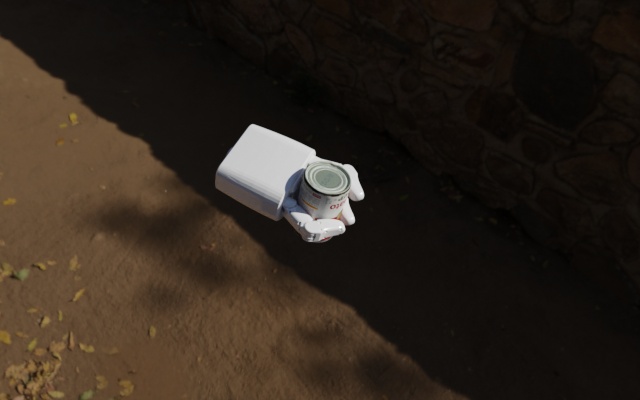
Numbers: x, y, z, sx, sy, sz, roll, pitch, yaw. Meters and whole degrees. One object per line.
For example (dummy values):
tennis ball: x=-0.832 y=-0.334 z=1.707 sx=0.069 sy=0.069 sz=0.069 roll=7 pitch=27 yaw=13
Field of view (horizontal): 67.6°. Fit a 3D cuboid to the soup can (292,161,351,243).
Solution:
soup can: x=0.001 y=0.002 z=0.678 sx=0.068 sy=0.068 sz=0.102 roll=0 pitch=-43 yaw=-16
